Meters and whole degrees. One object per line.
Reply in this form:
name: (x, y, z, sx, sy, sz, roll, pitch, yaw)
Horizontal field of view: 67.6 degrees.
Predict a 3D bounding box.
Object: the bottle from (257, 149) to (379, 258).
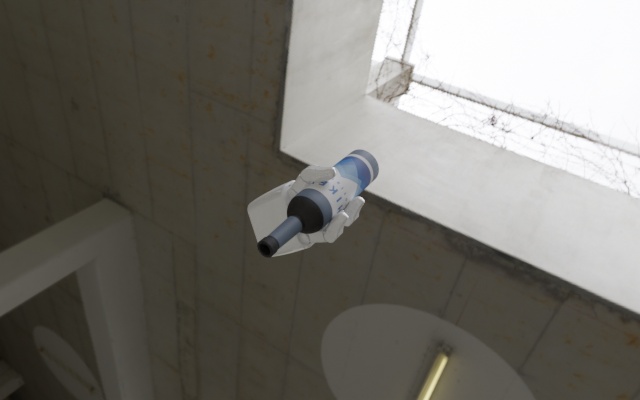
bottle: (0.000, 0.002, 0.767, 0.069, 0.069, 0.295, 0, 26, 36)
